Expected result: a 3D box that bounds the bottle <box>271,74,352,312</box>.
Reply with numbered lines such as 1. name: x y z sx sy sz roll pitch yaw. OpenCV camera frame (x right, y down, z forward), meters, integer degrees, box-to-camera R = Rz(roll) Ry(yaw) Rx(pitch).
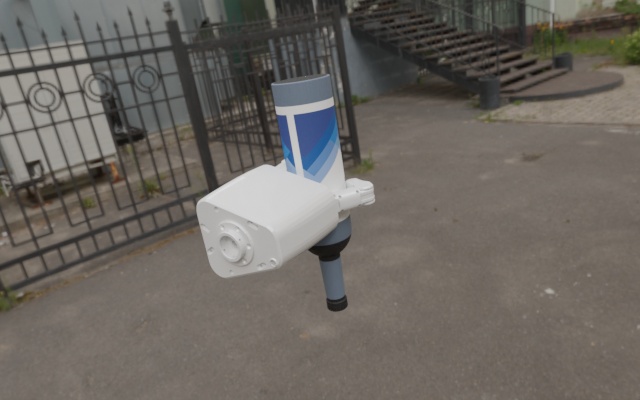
1. bottle: 0.000 0.002 0.580 0.069 0.296 0.069 -8 19 3
